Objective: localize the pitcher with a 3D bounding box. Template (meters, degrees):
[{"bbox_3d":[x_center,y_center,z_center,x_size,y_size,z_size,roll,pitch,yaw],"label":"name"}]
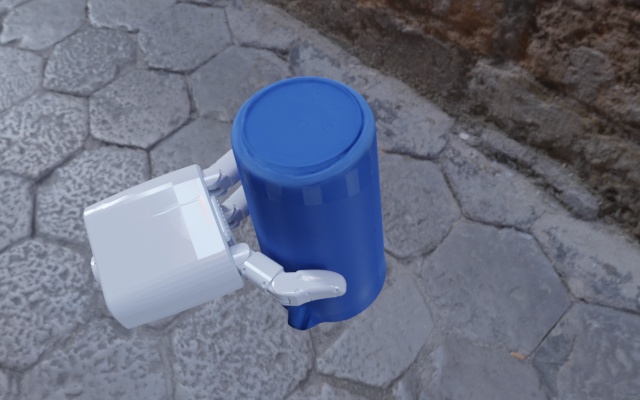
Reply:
[{"bbox_3d":[0.000,0.002,0.448,0.145,0.149,0.243,-21,-34,-9],"label":"pitcher"}]
